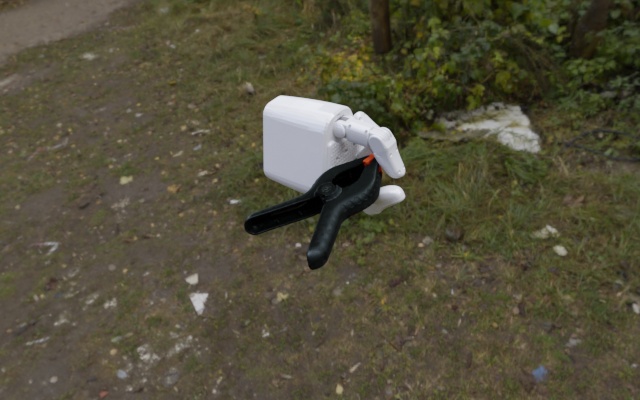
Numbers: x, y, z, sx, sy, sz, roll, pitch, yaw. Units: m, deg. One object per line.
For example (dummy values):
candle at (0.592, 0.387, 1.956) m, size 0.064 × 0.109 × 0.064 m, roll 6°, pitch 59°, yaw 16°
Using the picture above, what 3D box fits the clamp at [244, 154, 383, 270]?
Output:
clamp at (0.000, 0.001, 0.530) m, size 0.120 × 0.039 × 0.171 m, roll 19°, pitch 46°, yaw 33°
